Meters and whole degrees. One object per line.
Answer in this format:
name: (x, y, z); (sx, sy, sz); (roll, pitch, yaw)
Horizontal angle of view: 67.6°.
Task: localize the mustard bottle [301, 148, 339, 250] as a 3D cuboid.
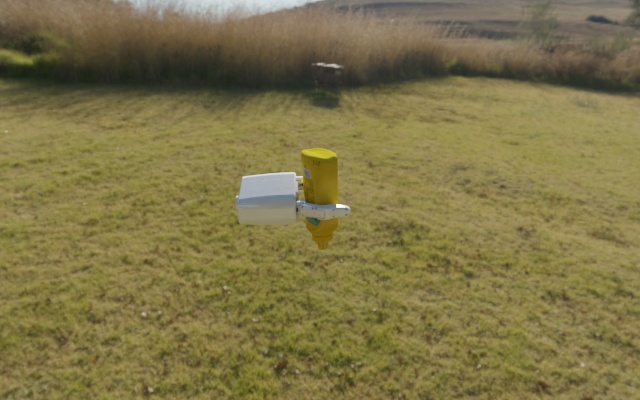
mustard bottle: (0.000, 0.003, 0.899); (0.058, 0.192, 0.096); (-11, 20, -24)
